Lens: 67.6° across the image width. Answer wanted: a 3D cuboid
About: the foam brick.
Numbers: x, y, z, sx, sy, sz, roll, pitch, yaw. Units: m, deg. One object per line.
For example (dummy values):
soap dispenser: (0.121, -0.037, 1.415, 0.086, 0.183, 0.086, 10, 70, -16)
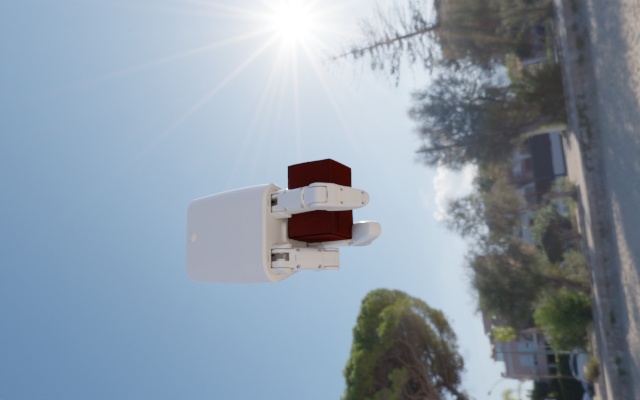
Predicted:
foam brick: (0.000, 0.001, 0.493, 0.051, 0.078, 0.053, -7, -13, 27)
